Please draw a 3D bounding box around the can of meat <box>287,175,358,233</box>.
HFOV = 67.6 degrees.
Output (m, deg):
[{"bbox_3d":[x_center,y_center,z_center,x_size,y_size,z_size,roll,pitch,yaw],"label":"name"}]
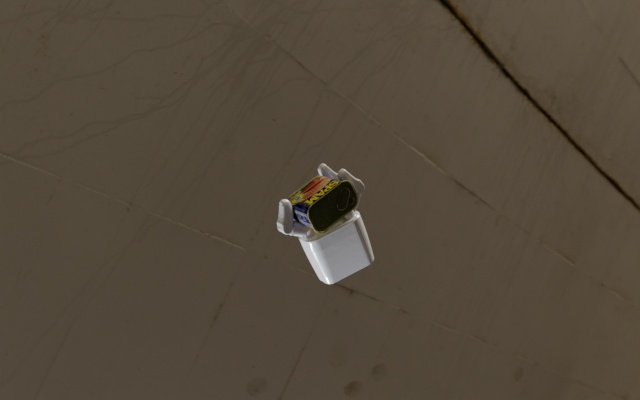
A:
[{"bbox_3d":[0.000,0.003,0.832,0.102,0.057,0.084,-37,29,-22],"label":"can of meat"}]
